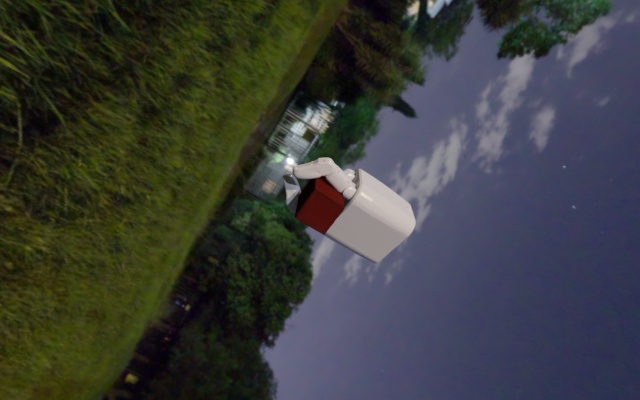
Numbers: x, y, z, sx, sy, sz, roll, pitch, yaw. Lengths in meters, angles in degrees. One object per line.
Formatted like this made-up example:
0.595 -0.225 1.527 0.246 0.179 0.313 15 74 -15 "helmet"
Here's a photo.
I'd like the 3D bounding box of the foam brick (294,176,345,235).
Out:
0.000 0.002 0.690 0.051 0.053 0.078 33 21 -11 "foam brick"
